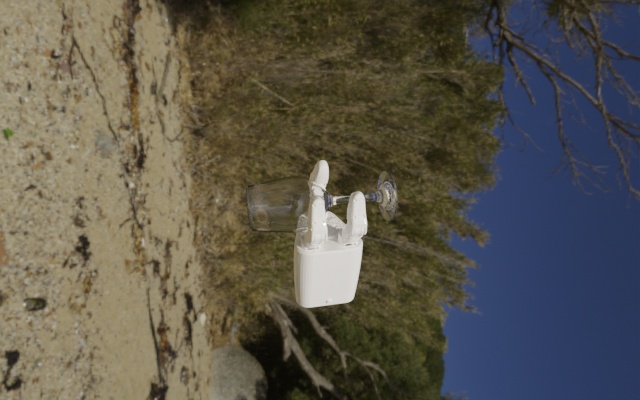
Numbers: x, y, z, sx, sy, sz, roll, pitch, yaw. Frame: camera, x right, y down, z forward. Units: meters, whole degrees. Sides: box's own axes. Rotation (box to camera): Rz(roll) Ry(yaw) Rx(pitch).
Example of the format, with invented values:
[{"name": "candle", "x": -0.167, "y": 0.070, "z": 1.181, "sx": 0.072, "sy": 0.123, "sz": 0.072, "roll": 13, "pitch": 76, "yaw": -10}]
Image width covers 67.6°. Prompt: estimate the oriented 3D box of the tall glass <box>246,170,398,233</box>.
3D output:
[{"name": "tall glass", "x": 0.001, "y": 0.002, "z": 0.665, "sx": 0.201, "sy": 0.079, "sz": 0.079, "roll": -5, "pitch": 1, "yaw": -13}]
